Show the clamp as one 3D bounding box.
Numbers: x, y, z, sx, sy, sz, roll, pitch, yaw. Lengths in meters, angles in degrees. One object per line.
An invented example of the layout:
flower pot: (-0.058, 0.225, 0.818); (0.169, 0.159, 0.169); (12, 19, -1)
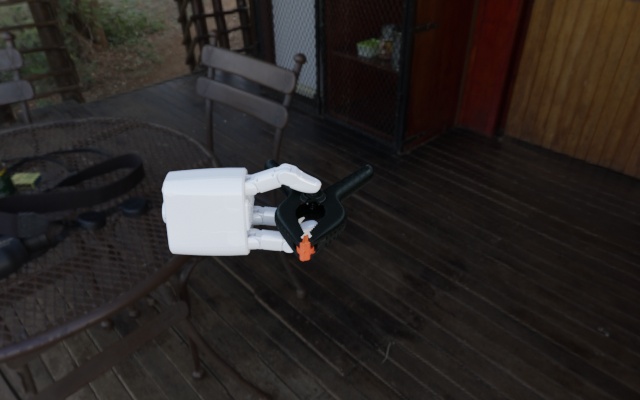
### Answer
clamp: (0.000, 0.002, 0.650); (0.164, 0.036, 0.209); (-1, 35, -2)
